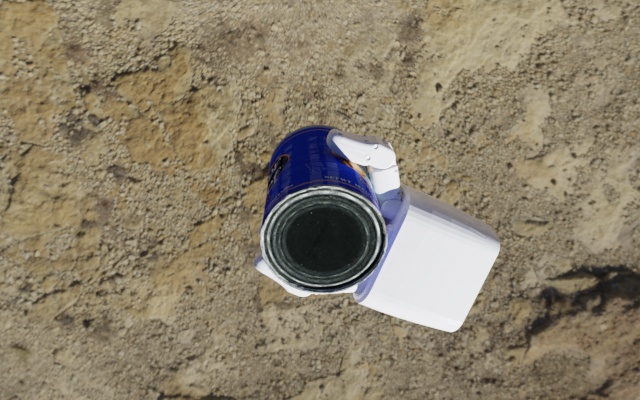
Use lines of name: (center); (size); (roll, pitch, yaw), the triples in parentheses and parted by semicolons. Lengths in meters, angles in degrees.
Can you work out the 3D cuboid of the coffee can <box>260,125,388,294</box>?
coffee can: (0.000, 0.001, 0.441); (0.103, 0.103, 0.140); (0, 28, -2)
